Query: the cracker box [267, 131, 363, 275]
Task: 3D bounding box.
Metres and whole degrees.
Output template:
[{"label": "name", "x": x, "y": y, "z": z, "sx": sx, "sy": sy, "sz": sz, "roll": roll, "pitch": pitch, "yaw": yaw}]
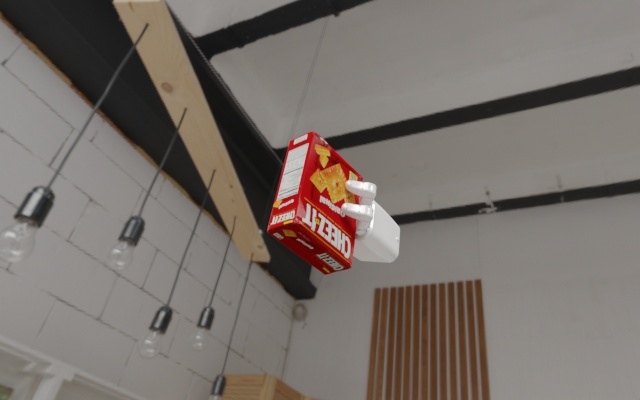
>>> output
[{"label": "cracker box", "x": 0.000, "y": 0.003, "z": 0.885, "sx": 0.072, "sy": 0.213, "sz": 0.164, "roll": -20, "pitch": -46, "yaw": 35}]
